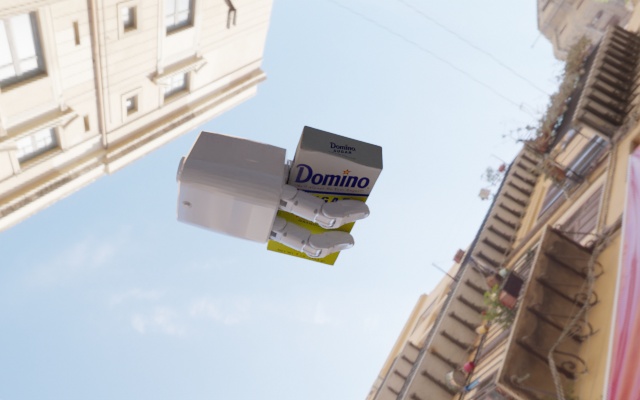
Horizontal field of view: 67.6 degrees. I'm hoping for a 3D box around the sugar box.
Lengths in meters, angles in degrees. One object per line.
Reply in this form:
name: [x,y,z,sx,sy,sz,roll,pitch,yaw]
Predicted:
sugar box: [0.000,0.002,0.563,0.093,0.048,0.176,14,-44,-8]
